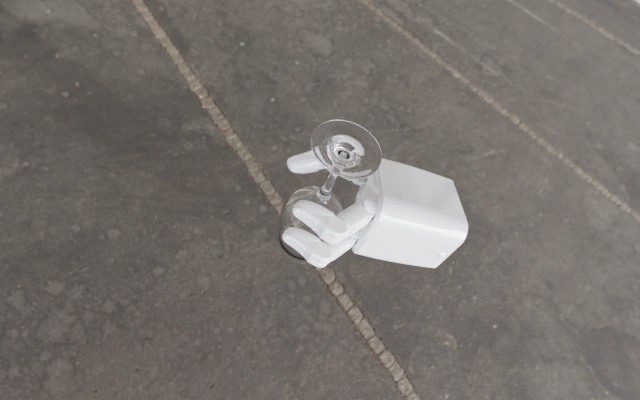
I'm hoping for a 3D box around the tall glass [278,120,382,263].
[{"bbox_3d":[0.000,0.001,0.553,0.079,0.079,0.201,0,-33,-19],"label":"tall glass"}]
